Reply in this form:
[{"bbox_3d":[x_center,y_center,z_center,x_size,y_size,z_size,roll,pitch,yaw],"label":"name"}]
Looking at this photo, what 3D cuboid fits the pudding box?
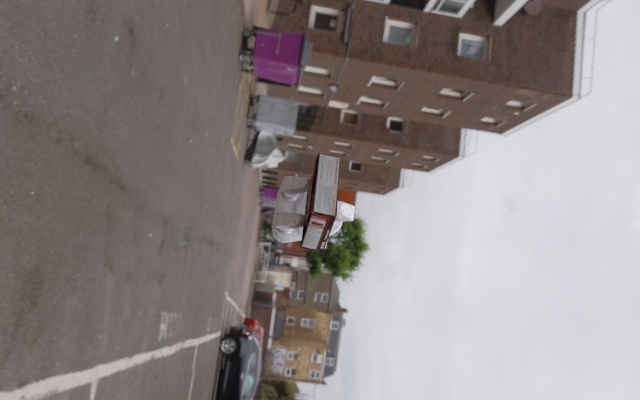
[{"bbox_3d":[0.000,0.002,0.691,0.039,0.113,0.090,8,-39,-7],"label":"pudding box"}]
